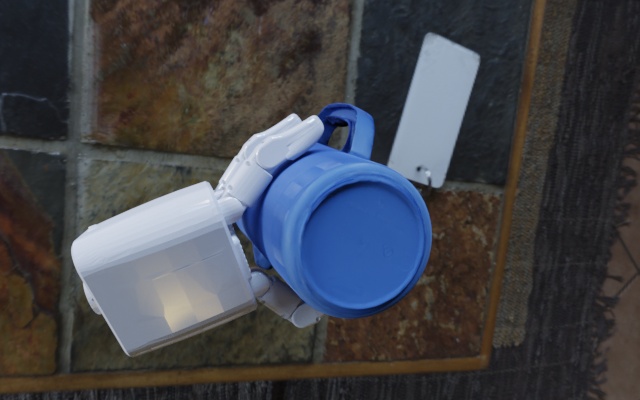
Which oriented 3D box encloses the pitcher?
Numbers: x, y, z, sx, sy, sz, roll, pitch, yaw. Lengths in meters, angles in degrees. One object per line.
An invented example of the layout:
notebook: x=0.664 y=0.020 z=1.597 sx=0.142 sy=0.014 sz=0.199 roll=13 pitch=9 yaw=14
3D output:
pitcher: x=0.000 y=0.002 z=0.425 sx=0.145 sy=0.149 sz=0.243 roll=-21 pitch=14 yaw=-12
